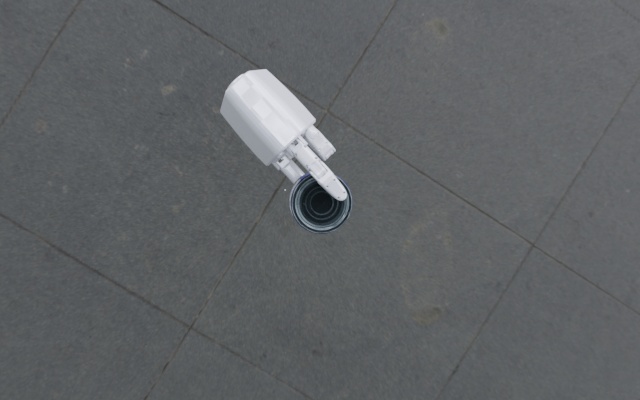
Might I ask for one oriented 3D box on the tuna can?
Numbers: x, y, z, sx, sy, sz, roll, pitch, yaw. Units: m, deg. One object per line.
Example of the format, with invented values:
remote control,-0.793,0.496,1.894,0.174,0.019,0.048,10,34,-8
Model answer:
tuna can,0.000,0.002,0.656,0.086,0.086,0.034,0,5,-8
